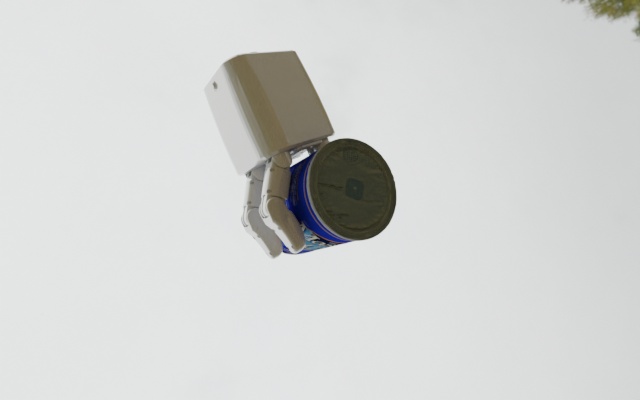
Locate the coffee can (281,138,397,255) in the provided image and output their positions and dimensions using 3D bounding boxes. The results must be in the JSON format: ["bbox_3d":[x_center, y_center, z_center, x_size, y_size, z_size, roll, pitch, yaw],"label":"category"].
[{"bbox_3d":[0.000,0.002,0.523,0.103,0.103,0.140,0,-12,-30],"label":"coffee can"}]
